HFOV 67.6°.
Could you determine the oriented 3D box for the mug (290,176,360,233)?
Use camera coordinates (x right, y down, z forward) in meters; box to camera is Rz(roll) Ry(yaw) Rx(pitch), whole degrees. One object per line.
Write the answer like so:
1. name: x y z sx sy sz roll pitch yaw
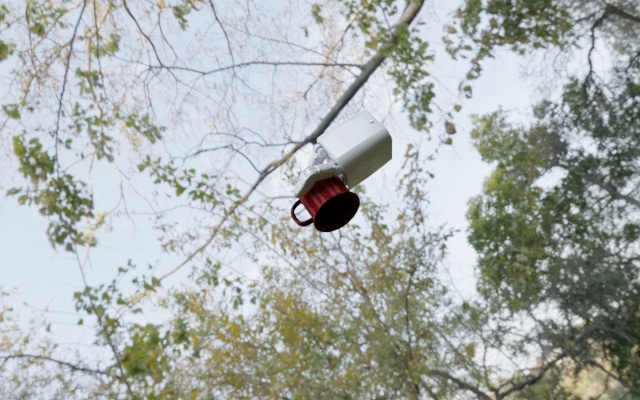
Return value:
1. mug: -0.001 0.003 0.848 0.117 0.081 0.093 -33 -38 -5
